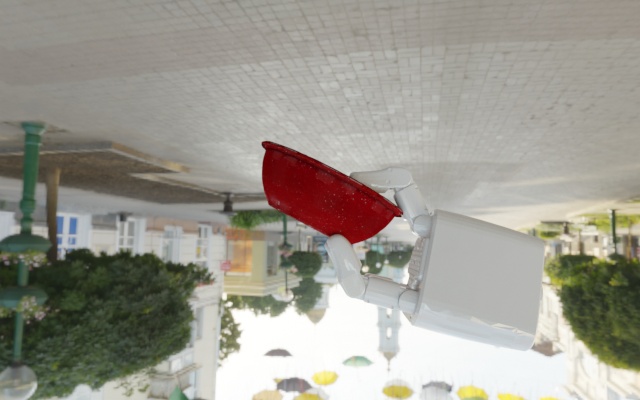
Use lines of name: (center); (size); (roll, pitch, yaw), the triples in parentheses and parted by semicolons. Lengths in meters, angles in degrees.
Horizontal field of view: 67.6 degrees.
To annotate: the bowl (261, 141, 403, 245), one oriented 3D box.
bowl: (-0.001, 0.001, 0.485); (0.162, 0.055, 0.162); (28, -3, 2)
